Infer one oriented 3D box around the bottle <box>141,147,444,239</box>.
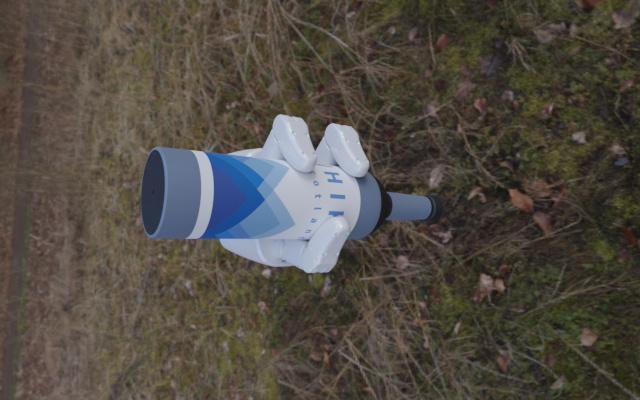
[{"bbox_3d":[0.000,0.001,0.427,0.296,0.069,0.069,3,-2,-34],"label":"bottle"}]
